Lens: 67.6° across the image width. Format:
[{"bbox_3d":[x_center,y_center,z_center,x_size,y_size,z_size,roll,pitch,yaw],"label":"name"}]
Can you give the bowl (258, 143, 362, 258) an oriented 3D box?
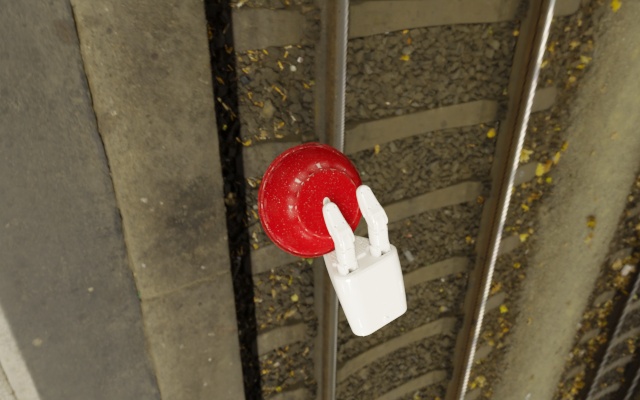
[{"bbox_3d":[0.000,0.001,0.646,0.162,0.162,0.055,0,4,-24],"label":"bowl"}]
